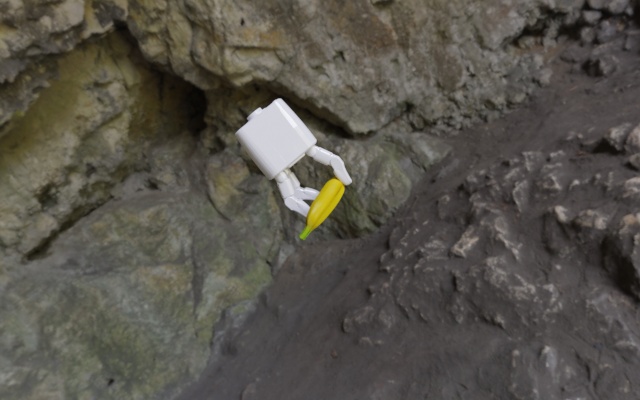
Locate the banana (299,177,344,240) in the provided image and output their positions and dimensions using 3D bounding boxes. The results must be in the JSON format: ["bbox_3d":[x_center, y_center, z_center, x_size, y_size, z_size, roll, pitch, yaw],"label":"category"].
[{"bbox_3d":[0.011,-0.005,0.882,0.070,0.037,0.197,-38,9,35],"label":"banana"}]
